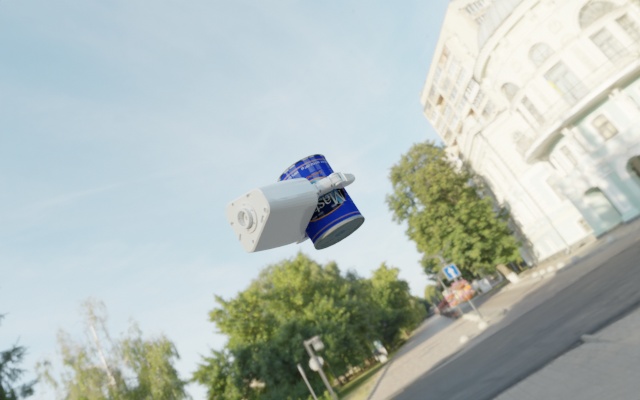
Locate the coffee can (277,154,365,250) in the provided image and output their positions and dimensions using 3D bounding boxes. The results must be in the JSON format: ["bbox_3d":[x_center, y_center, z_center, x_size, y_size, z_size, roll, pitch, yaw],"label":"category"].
[{"bbox_3d":[0.000,0.003,0.856,0.103,0.140,0.103,-29,-18,-10],"label":"coffee can"}]
